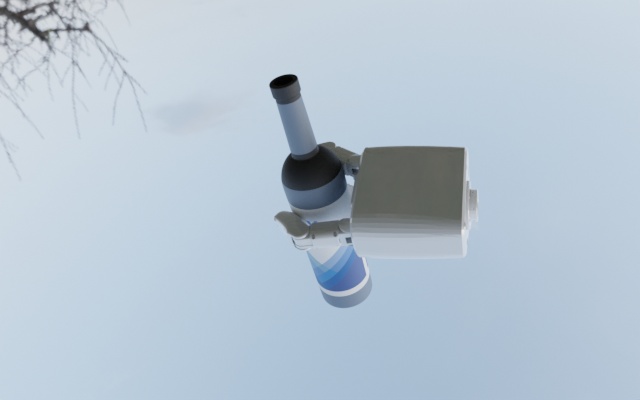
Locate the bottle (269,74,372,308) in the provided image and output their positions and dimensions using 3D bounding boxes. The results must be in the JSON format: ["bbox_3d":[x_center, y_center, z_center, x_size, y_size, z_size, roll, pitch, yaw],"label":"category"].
[{"bbox_3d":[0.000,0.002,0.525,0.069,0.296,0.069,-10,39,8],"label":"bottle"}]
